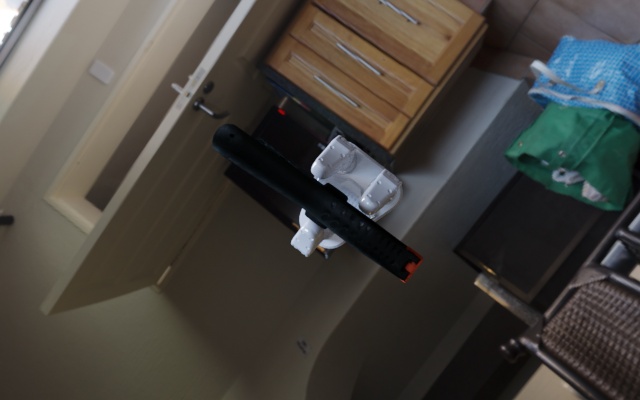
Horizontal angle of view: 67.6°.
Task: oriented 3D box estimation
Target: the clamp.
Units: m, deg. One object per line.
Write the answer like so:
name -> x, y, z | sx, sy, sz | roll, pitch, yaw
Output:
clamp -> 0.000, 0.002, 0.425 | 0.210, 0.036, 0.164 | 37, 5, 6
